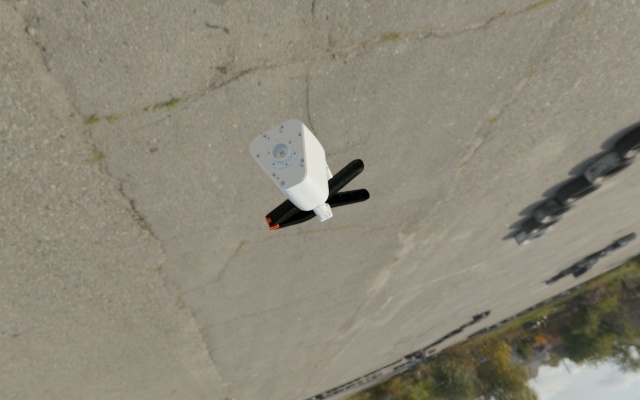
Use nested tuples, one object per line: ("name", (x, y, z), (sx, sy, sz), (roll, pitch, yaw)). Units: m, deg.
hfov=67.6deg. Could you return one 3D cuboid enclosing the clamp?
("clamp", (0.000, 0.004, 0.895), (0.210, 0.036, 0.165), (-27, -23, 7))
